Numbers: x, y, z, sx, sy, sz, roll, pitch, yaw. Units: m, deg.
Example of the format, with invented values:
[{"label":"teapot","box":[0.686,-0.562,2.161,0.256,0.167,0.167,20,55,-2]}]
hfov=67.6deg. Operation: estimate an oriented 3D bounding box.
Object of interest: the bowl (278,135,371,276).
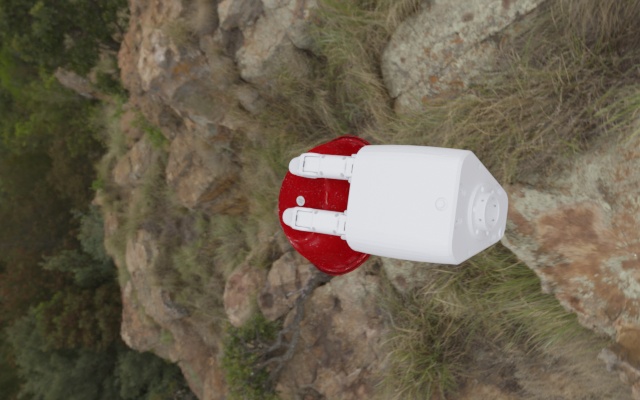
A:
[{"label":"bowl","box":[-0.001,0.002,0.535,0.055,0.162,0.162,9,-5,-37]}]
